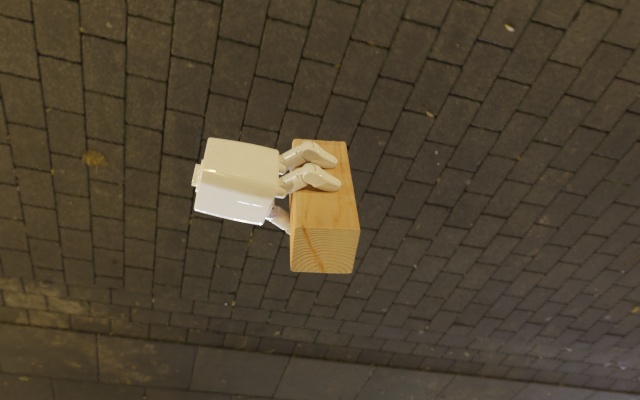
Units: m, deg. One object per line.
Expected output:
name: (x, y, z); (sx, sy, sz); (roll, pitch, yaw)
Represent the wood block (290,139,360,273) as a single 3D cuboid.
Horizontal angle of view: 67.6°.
wood block: (0.000, 0.003, 0.729); (0.090, 0.091, 0.206); (3, 41, -6)
